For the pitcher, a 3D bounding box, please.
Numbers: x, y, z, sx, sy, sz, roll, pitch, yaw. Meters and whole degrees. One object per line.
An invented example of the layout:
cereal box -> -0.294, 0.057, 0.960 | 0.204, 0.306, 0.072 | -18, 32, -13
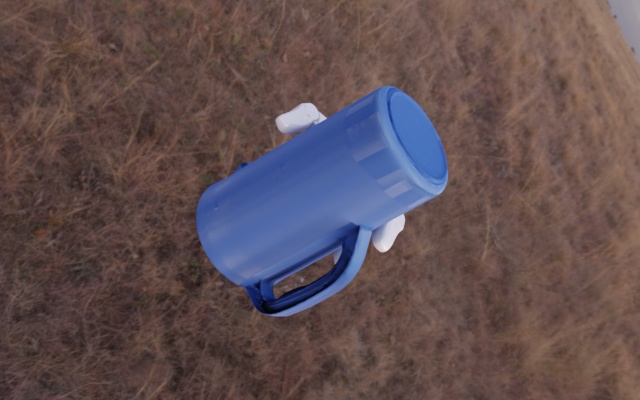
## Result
pitcher -> 0.000, 0.001, 0.478 | 0.243, 0.149, 0.145 | -29, 13, 34
